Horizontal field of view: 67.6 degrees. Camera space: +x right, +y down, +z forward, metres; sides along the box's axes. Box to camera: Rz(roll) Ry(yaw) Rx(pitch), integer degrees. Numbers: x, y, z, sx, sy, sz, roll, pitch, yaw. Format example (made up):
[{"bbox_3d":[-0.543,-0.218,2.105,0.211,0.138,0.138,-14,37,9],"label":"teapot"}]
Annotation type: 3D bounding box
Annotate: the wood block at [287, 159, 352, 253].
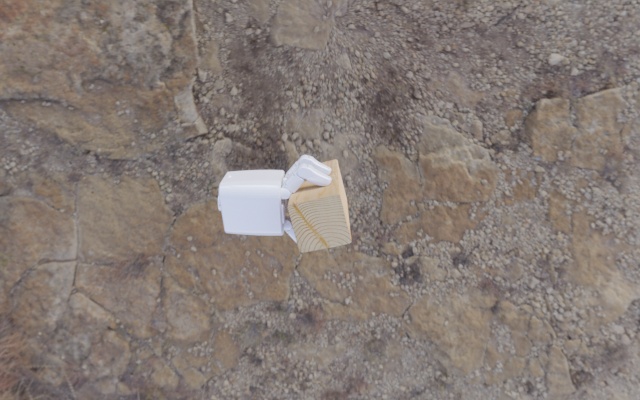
[{"bbox_3d":[0.000,0.003,0.869,0.090,0.091,0.206,-12,20,5],"label":"wood block"}]
